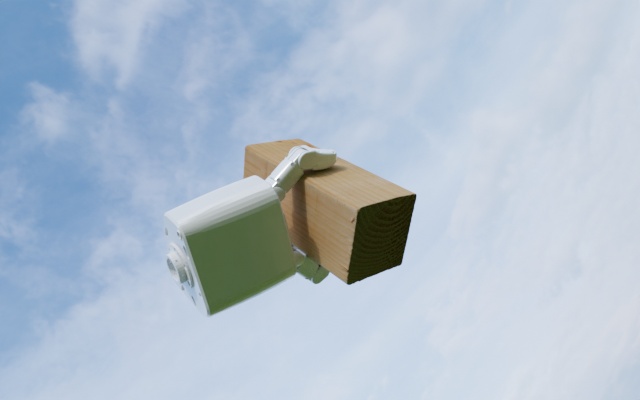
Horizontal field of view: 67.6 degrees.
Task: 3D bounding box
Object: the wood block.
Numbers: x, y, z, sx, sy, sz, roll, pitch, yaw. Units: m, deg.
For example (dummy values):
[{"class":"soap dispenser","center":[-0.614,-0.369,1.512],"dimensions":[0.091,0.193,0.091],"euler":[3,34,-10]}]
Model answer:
[{"class":"wood block","center":[0.000,0.002,0.565],"dimensions":[0.090,0.091,0.206],"euler":[-13,30,-38]}]
